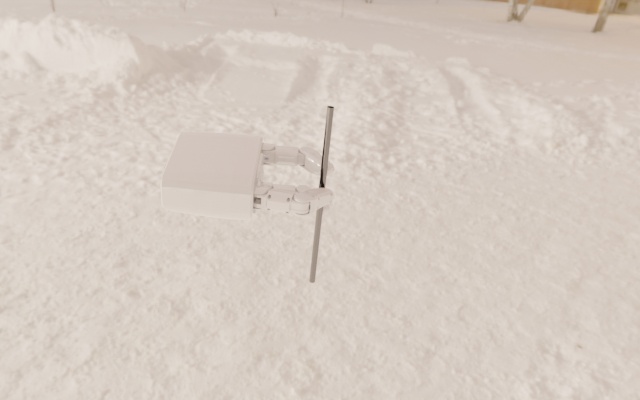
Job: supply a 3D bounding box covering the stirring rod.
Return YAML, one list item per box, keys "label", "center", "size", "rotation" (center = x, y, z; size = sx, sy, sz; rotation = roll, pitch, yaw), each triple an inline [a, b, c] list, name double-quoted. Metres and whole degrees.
- label: "stirring rod"
  center: [0.000, 0.002, 0.591]
  size: [0.011, 0.240, 0.011]
  rotation: [5, 27, -2]
